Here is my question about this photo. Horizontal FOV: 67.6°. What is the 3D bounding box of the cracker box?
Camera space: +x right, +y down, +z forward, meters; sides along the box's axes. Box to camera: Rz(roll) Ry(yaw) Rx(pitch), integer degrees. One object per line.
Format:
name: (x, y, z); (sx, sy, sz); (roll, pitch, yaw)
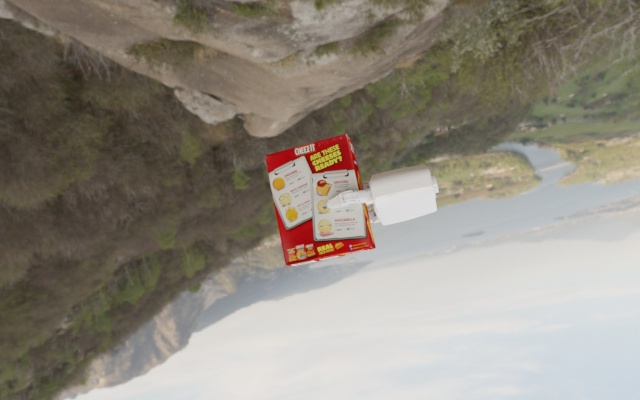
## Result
cracker box: (0.000, 0.003, 0.896); (0.164, 0.213, 0.072); (-14, -10, 11)
